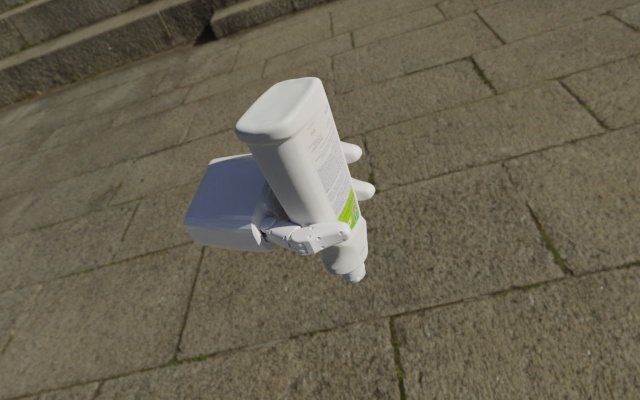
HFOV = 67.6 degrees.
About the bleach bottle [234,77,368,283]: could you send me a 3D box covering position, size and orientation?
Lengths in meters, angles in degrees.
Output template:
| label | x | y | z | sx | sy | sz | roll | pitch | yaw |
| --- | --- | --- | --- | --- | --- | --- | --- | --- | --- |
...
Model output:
| label | x | y | z | sx | sy | sz | roll | pitch | yaw |
| --- | --- | --- | --- | --- | --- | --- | --- | --- | --- |
| bleach bottle | 0.000 | 0.002 | 0.518 | 0.068 | 0.251 | 0.102 | 1 | 40 | 29 |
